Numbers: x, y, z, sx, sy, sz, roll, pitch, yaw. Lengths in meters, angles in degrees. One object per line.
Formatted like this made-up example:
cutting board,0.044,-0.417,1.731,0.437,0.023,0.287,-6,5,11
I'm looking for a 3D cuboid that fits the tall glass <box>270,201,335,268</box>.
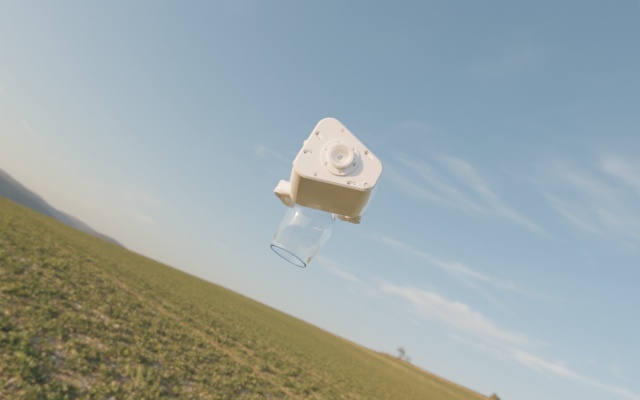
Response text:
tall glass,0.000,0.002,0.739,0.079,0.201,0.079,28,-18,10
